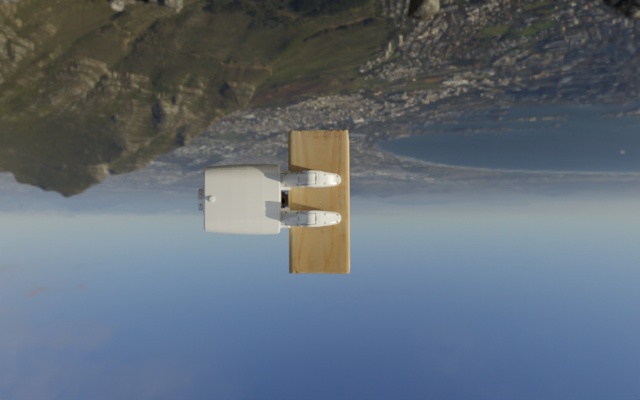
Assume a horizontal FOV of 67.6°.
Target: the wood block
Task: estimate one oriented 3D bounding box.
[{"bbox_3d":[0.000,0.003,0.728,0.090,0.206,0.091,0,-1,3],"label":"wood block"}]
